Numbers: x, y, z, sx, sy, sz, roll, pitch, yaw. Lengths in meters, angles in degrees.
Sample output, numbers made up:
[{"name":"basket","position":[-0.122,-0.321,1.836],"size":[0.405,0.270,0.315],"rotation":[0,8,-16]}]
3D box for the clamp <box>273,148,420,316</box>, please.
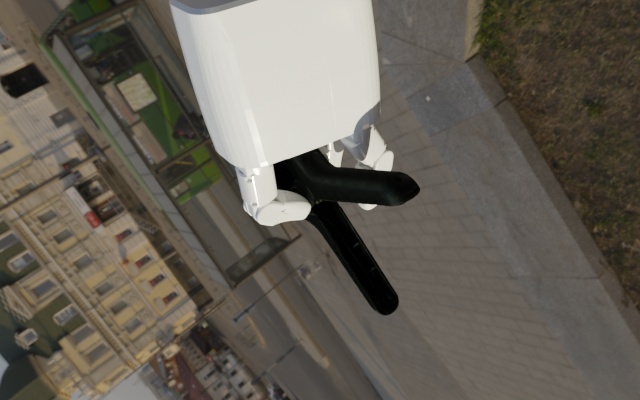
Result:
[{"name":"clamp","position":[-0.001,0.001,0.419],"size":[0.036,0.165,0.210],"rotation":[-33,49,-25]}]
